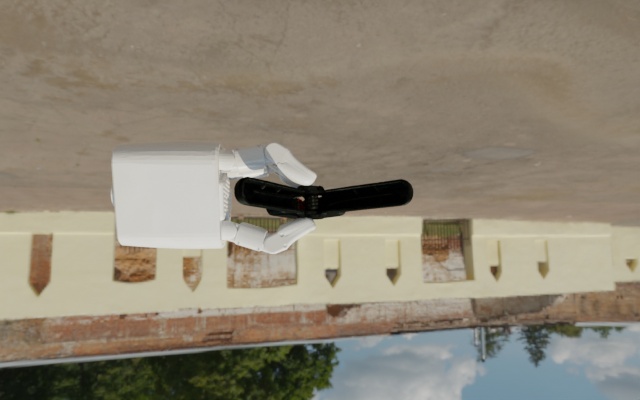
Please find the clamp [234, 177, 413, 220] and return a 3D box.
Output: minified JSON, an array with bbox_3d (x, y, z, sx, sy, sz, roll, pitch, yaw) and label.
[{"bbox_3d":[0.000,0.003,0.519,0.164,0.036,0.210,1,-6,-3],"label":"clamp"}]
